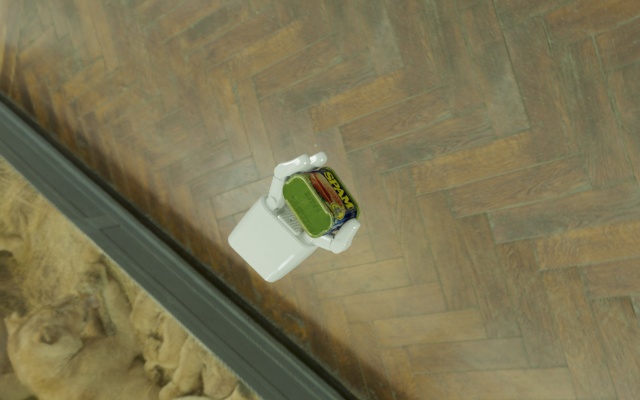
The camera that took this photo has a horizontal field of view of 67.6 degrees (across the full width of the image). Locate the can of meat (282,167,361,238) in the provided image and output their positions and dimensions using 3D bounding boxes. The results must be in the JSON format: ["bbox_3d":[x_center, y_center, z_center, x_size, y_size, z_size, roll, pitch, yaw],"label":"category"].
[{"bbox_3d":[0.000,0.002,0.716,0.057,0.102,0.084,-42,-14,30],"label":"can of meat"}]
